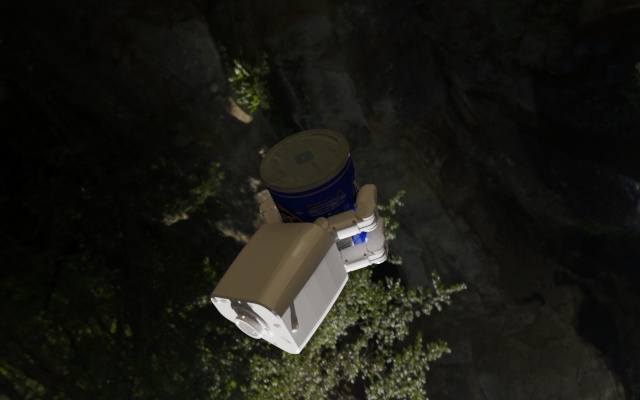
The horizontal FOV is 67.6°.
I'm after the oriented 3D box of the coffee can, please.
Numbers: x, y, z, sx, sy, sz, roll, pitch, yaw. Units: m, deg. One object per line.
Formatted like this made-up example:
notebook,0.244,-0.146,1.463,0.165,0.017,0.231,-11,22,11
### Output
coffee can,0.000,0.002,0.567,0.103,0.140,0.102,-12,41,11
